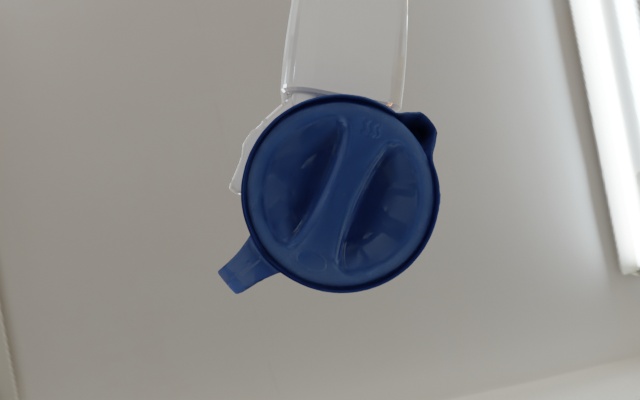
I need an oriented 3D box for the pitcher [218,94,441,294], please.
[{"bbox_3d":[0.000,0.001,0.430,0.149,0.145,0.243,5,0,-3],"label":"pitcher"}]
